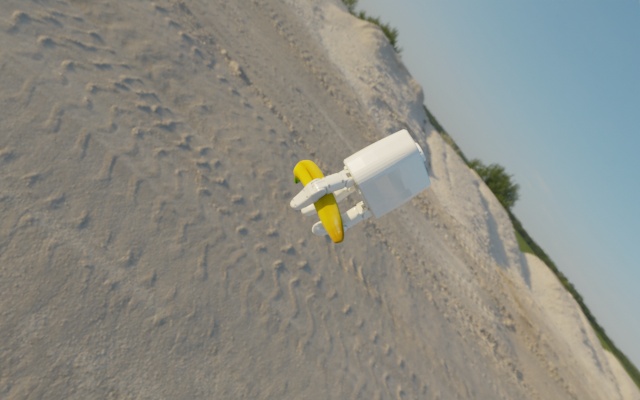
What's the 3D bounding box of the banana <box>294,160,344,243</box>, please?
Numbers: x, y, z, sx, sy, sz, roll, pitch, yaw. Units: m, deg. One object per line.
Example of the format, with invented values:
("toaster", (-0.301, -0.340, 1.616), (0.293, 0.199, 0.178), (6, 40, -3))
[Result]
("banana", (-0.005, -0.014, 0.761), (0.037, 0.070, 0.197), (-21, 38, -9))
